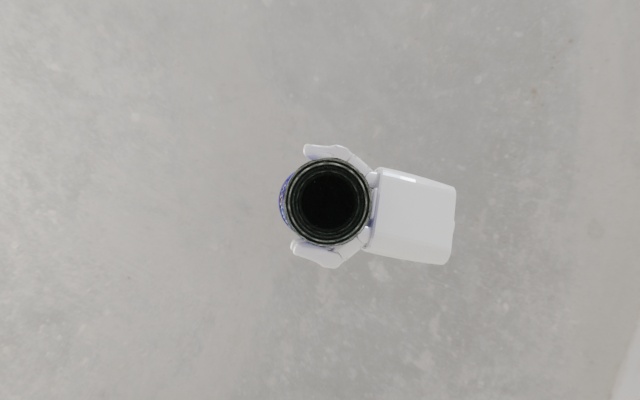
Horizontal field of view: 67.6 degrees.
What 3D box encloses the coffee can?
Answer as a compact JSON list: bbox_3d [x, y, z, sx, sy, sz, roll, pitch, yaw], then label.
[{"bbox_3d":[0.000,0.002,0.606,0.103,0.103,0.140,0,0,-7],"label":"coffee can"}]
